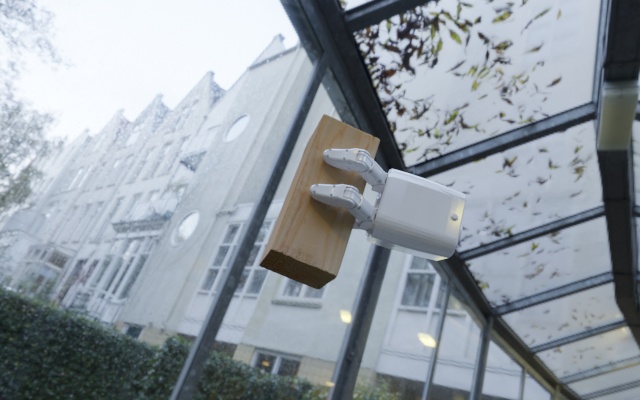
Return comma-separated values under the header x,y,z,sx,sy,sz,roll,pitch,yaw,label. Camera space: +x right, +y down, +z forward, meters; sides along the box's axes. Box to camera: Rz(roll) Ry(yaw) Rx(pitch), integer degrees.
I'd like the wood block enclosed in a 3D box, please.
x,y,z,sx,sy,sz,roll,pitch,yaw,label
0.000,0.002,0.647,0.090,0.206,0.091,23,-26,-7,wood block
